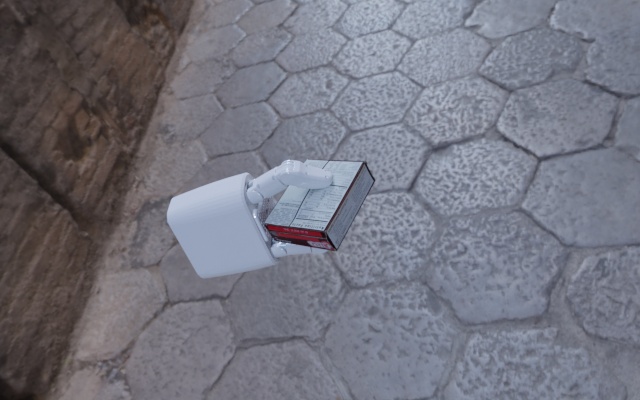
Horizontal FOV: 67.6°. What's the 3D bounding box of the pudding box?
[{"bbox_3d":[0.000,0.002,0.558,0.090,0.113,0.039,6,-37,36],"label":"pudding box"}]
